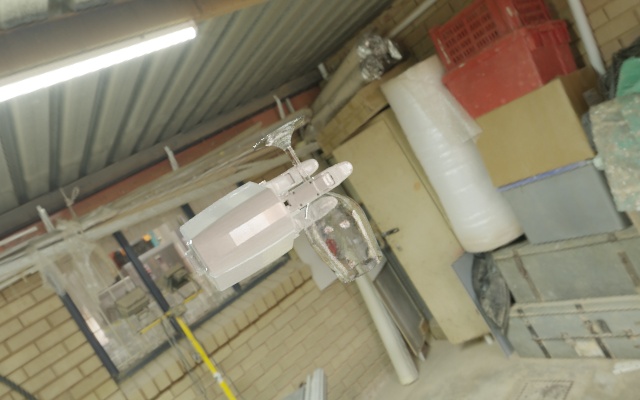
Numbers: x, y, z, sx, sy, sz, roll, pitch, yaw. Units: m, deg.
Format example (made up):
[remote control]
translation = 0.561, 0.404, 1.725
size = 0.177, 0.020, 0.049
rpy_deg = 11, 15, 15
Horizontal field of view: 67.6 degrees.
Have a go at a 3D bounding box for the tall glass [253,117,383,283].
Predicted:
[tall glass]
translation = 0.000, 0.001, 0.594
size = 0.079, 0.201, 0.079
rpy_deg = -32, 2, 1
